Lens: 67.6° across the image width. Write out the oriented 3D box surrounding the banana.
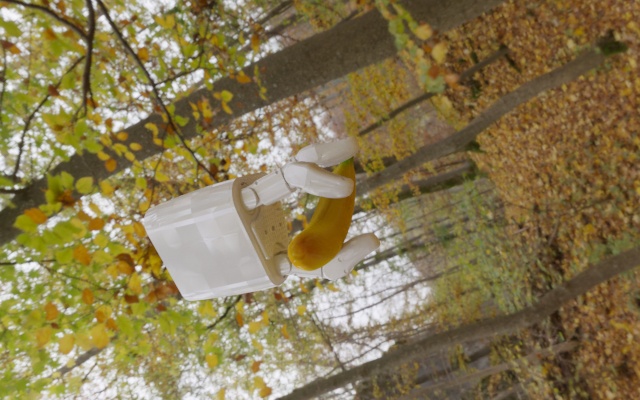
[{"bbox_3d":[0.005,0.016,0.451,0.037,0.070,0.197,-4,30,17],"label":"banana"}]
